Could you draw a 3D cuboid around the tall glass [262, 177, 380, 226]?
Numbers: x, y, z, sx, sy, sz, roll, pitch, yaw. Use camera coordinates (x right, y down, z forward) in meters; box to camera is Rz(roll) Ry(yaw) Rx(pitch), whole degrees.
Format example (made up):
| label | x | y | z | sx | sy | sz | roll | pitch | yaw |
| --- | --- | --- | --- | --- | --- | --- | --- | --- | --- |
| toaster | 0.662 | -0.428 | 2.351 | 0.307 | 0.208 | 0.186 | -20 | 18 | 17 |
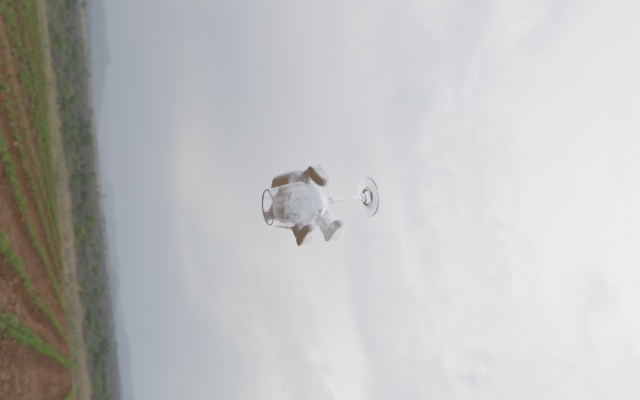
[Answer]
| label | x | y | z | sx | sy | sz | roll | pitch | yaw |
| --- | --- | --- | --- | --- | --- | --- | --- | --- | --- |
| tall glass | 0.001 | 0.003 | 0.847 | 0.201 | 0.079 | 0.079 | -6 | 2 | -26 |
